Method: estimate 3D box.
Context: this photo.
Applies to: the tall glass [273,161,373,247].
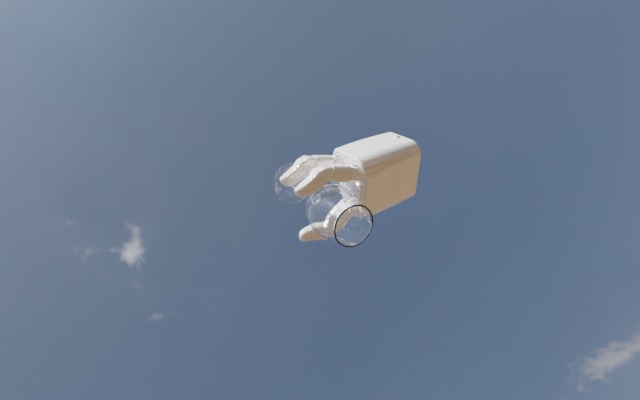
[{"bbox_3d":[0.000,0.002,0.724,0.079,0.079,0.201,0,19,-29],"label":"tall glass"}]
